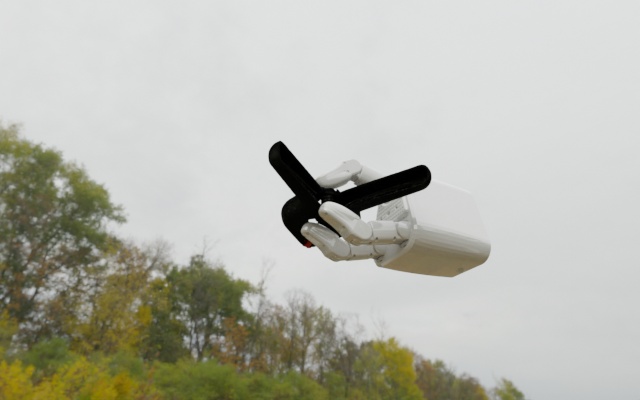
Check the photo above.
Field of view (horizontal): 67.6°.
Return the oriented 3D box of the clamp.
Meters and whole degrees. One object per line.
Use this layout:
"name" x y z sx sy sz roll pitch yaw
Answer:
"clamp" 0.000 0.001 0.536 0.164 0.036 0.210 12 -29 -18
